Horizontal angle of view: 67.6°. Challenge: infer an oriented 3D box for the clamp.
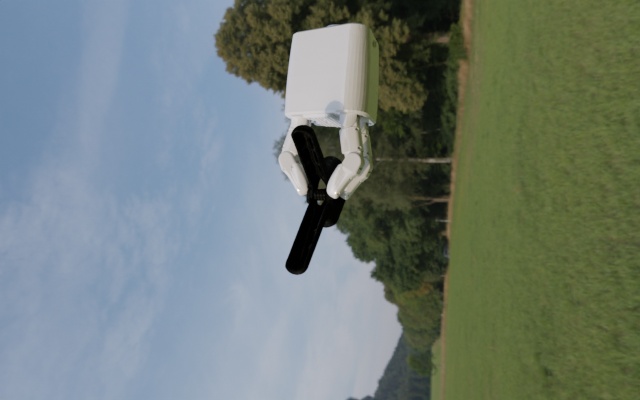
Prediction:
[{"bbox_3d":[-0.001,0.002,0.604,0.036,0.164,0.210,6,1,16],"label":"clamp"}]
